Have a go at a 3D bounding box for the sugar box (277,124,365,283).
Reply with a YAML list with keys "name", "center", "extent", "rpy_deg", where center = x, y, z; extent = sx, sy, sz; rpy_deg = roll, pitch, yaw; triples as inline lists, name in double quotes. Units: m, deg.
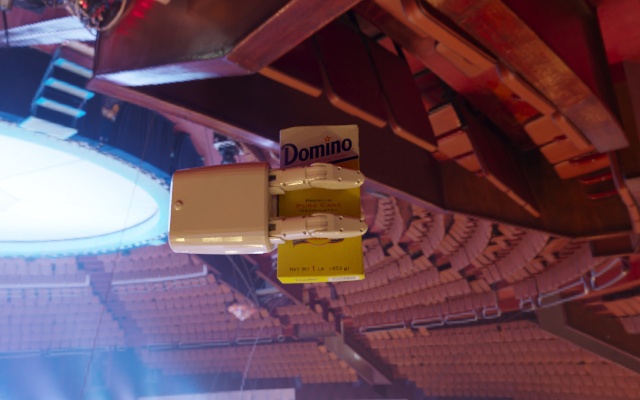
- name: "sugar box"
  center: [0.000, 0.002, 0.538]
  extent: [0.093, 0.176, 0.048]
  rpy_deg: [-3, -17, 3]
